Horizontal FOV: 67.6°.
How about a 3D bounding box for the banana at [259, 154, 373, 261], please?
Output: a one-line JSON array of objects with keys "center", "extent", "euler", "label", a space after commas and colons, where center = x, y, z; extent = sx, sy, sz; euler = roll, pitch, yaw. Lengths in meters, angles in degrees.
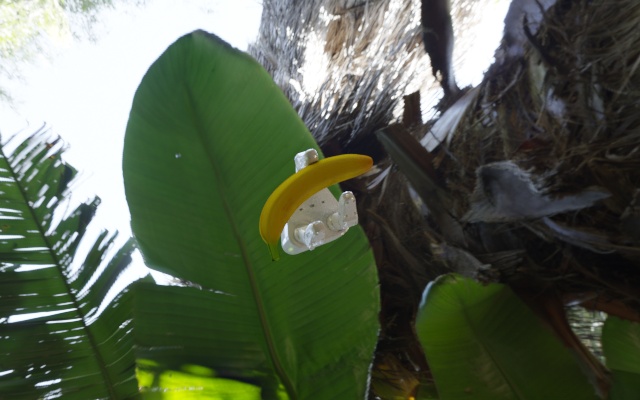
[{"center": [-0.016, -0.009, 0.630], "extent": [0.197, 0.069, 0.037], "euler": [-45, -5, -20], "label": "banana"}]
